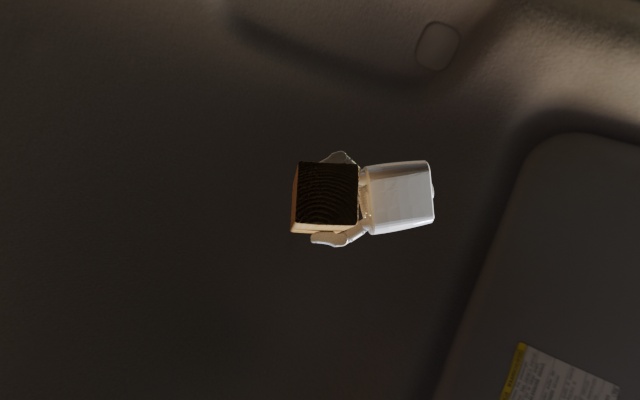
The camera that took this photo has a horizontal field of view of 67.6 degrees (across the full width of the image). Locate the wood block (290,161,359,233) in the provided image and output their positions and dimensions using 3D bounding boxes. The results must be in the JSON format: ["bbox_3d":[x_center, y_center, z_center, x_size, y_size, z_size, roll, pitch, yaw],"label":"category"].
[{"bbox_3d":[0.000,0.003,0.770,0.090,0.091,0.206,3,-8,-5],"label":"wood block"}]
